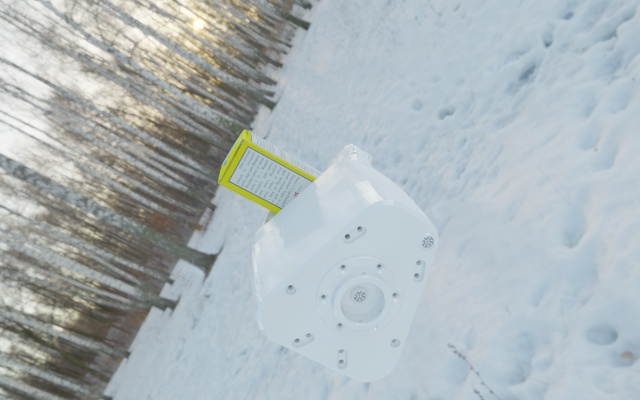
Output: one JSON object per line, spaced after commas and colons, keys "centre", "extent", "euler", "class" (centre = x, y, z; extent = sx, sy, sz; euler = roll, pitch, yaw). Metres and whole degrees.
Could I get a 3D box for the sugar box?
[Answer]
{"centre": [0.000, 0.002, 0.418], "extent": [0.176, 0.048, 0.093], "euler": [31, 7, -14], "class": "sugar box"}
